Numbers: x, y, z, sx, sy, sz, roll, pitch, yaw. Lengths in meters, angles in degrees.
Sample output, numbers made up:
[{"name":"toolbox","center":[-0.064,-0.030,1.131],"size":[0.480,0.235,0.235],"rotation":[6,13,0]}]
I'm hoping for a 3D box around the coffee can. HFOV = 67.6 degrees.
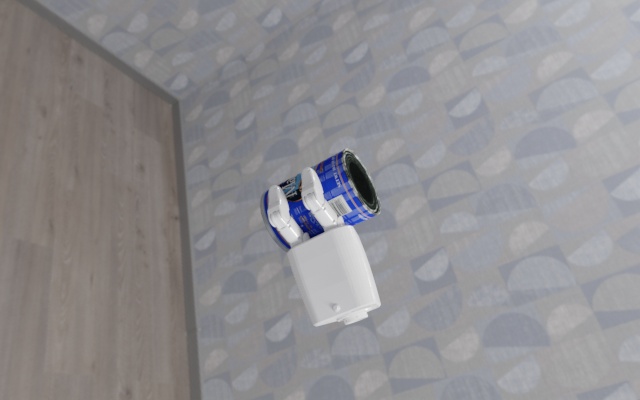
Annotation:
[{"name":"coffee can","center":[0.000,0.002,0.682],"size":[0.140,0.103,0.103],"rotation":[-27,-10,21]}]
